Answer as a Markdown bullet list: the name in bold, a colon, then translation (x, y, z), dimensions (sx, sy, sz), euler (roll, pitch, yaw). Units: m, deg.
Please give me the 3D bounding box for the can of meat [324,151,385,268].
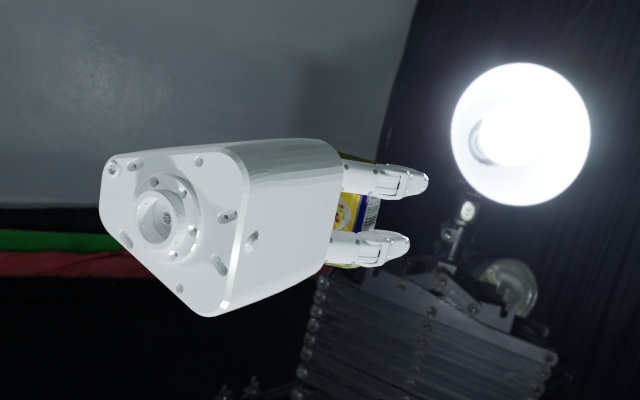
- **can of meat**: translation (0.000, 0.002, 0.401), dimensions (0.102, 0.084, 0.057), euler (17, 14, 21)
